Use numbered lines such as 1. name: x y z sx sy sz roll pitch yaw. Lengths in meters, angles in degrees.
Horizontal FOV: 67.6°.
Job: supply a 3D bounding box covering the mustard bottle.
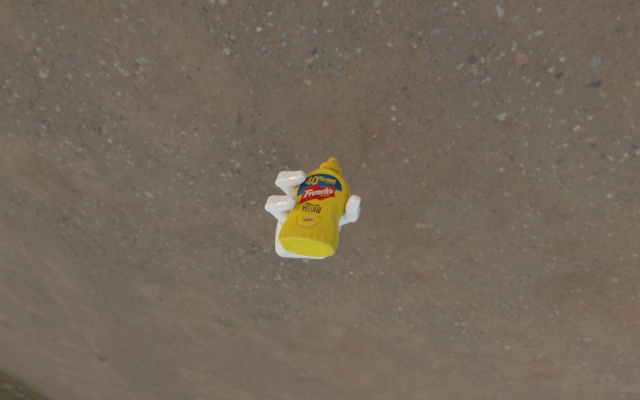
1. mustard bottle: 0.000 0.003 0.824 0.096 0.191 0.058 4 -36 21
